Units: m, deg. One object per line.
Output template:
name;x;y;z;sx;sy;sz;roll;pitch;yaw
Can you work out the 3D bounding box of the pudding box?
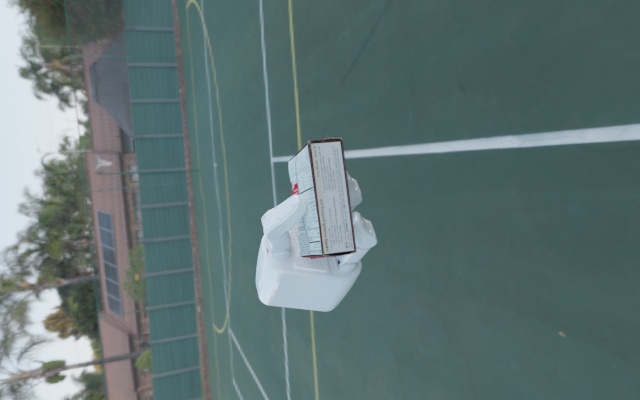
pudding box;0.000;0.002;0.485;0.039;0.113;0.090;-7;-5;-17
